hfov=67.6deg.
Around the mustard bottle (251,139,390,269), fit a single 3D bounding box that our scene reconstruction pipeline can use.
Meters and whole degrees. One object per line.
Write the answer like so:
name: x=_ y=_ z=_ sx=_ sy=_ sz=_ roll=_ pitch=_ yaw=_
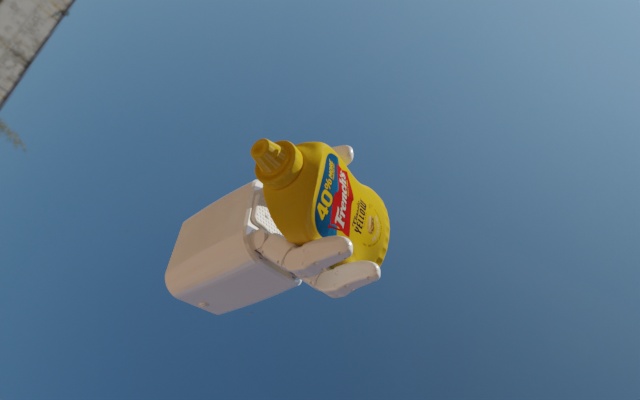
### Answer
mustard bottle: x=0.000 y=0.001 z=0.442 sx=0.058 sy=0.096 sz=0.192 roll=-3 pitch=-28 yaw=34
